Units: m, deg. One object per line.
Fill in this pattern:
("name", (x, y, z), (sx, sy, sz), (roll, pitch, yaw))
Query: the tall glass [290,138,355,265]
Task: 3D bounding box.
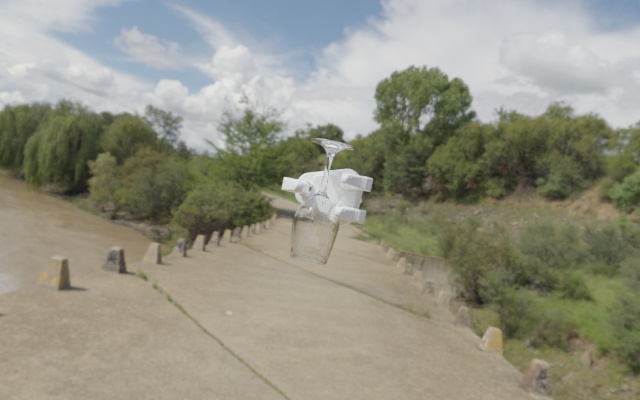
("tall glass", (0.000, 0.002, 0.796), (0.079, 0.201, 0.079), (12, 0, 0))
